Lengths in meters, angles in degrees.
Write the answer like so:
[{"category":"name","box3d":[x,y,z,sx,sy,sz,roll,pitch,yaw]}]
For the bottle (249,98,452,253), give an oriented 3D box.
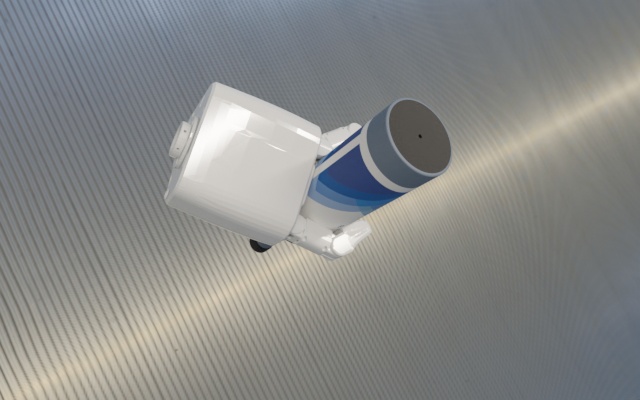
[{"category":"bottle","box3d":[0.000,0.002,0.476,0.069,0.069,0.296,0,-20,-33]}]
